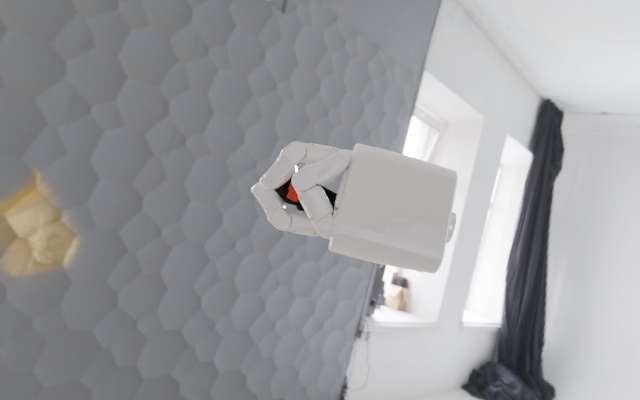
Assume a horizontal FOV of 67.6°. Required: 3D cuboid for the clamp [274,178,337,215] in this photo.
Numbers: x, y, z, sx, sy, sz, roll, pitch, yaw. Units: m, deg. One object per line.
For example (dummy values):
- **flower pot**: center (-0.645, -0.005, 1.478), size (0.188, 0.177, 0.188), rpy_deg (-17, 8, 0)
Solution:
- **clamp**: center (0.000, 0.001, 0.567), size (0.120, 0.039, 0.171), rpy_deg (14, -2, 3)
